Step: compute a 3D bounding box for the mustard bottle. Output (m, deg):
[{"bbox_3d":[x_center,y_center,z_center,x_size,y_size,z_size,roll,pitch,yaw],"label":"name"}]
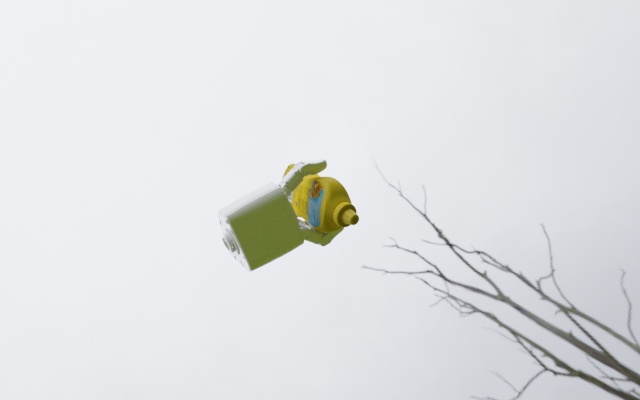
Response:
[{"bbox_3d":[0.000,0.003,0.826,0.058,0.096,0.191,-3,19,-35],"label":"mustard bottle"}]
